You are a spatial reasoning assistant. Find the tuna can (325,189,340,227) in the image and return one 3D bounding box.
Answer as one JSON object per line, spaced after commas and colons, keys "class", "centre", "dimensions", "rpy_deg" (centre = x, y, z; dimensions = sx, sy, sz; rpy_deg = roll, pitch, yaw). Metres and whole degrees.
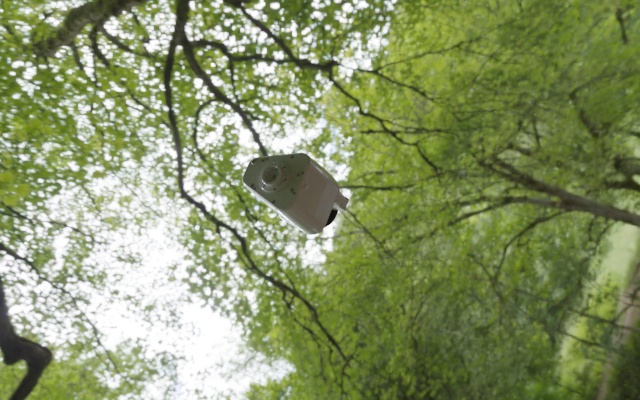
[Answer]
{"class": "tuna can", "centre": [0.000, 0.003, 0.858], "dimensions": [0.034, 0.086, 0.086], "rpy_deg": [11, 6, 31]}
